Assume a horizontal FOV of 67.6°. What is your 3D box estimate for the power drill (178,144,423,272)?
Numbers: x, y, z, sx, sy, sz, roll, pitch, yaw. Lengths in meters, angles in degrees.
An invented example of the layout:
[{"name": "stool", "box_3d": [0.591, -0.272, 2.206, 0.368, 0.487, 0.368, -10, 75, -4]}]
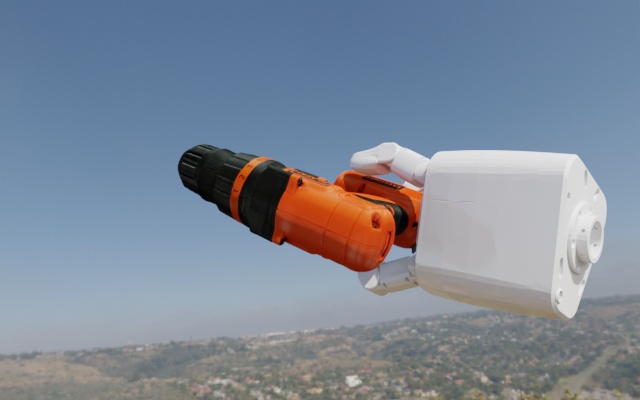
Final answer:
[{"name": "power drill", "box_3d": [0.001, 0.001, 0.401, 0.184, 0.057, 0.187, 24, 12, 29]}]
